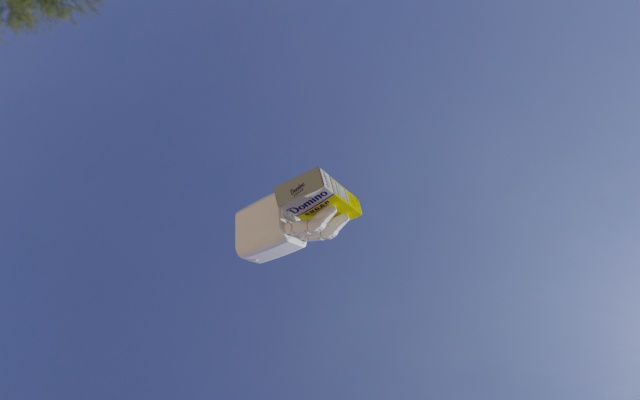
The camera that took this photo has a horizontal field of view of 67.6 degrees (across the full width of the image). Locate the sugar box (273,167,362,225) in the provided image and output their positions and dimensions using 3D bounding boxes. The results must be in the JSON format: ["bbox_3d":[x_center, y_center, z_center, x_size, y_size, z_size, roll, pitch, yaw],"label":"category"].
[{"bbox_3d":[0.000,0.003,0.866,0.093,0.048,0.176,-24,-24,19],"label":"sugar box"}]
